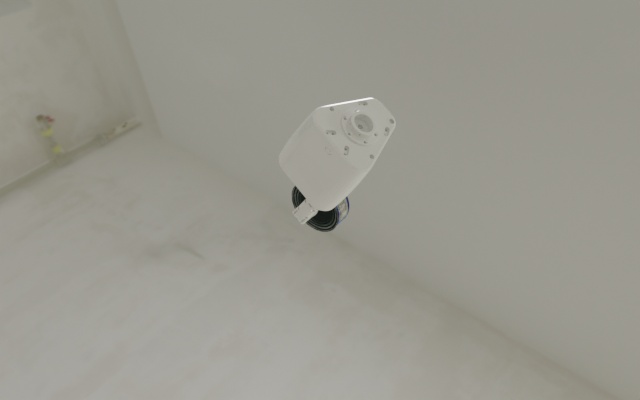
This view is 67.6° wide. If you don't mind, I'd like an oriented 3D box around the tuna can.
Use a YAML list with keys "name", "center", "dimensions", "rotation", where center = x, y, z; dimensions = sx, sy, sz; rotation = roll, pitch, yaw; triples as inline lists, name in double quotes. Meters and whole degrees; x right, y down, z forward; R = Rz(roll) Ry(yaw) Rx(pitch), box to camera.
- name: "tuna can"
  center: [0.000, 0.002, 0.710]
  dimensions: [0.086, 0.086, 0.033]
  rotation: [0, 31, 45]
